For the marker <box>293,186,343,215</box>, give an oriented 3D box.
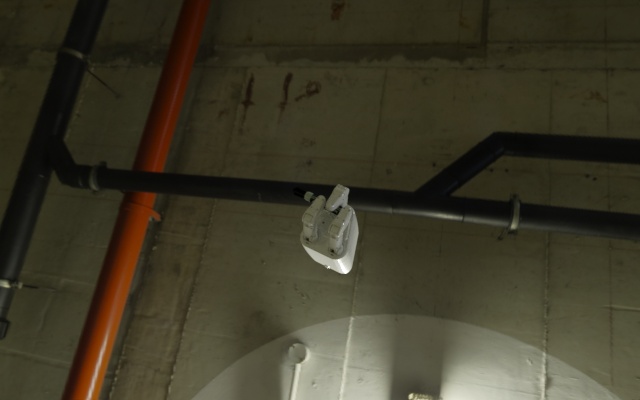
[{"bbox_3d":[0.000,0.003,0.896,0.121,0.020,0.020,25,9,21],"label":"marker"}]
